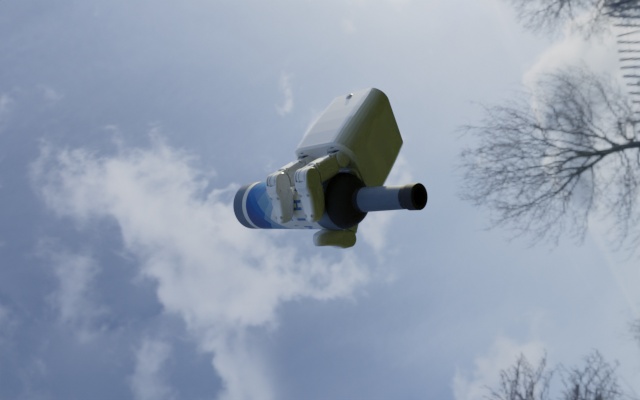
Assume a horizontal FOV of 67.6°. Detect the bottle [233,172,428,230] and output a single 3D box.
[{"bbox_3d":[0.000,0.002,0.579,0.069,0.069,0.296,0,-2,-42],"label":"bottle"}]
